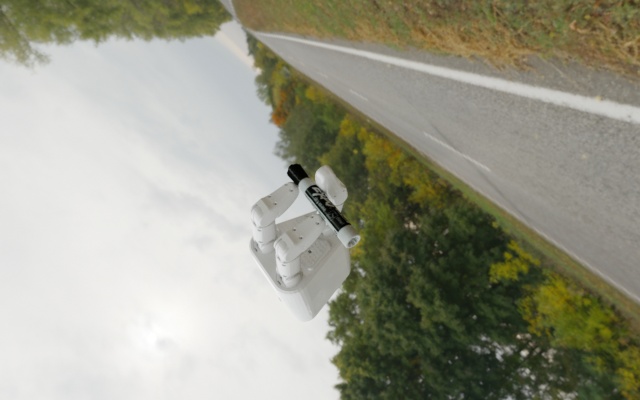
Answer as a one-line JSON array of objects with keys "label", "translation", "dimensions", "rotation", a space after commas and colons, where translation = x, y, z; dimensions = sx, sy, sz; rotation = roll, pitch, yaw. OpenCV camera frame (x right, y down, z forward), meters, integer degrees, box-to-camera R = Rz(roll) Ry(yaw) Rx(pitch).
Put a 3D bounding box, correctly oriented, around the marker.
[{"label": "marker", "translation": [0.000, 0.002, 0.504], "dimensions": [0.020, 0.020, 0.121], "rotation": [0, 40, -46]}]
